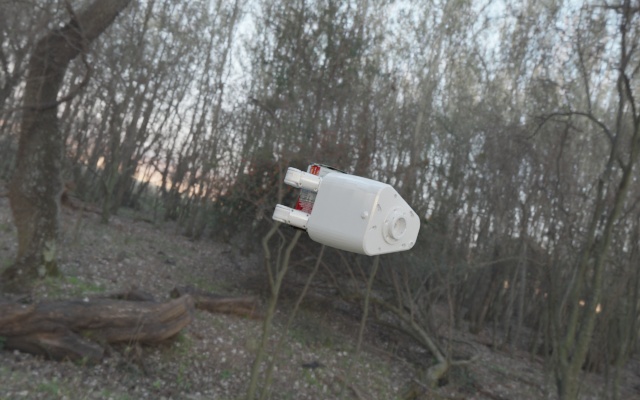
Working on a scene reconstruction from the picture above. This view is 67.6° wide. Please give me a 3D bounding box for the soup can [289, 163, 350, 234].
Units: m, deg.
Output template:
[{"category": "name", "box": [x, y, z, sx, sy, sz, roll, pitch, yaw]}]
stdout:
[{"category": "soup can", "box": [0.000, 0.002, 0.713, 0.068, 0.102, 0.068, 17, -4, 1]}]
